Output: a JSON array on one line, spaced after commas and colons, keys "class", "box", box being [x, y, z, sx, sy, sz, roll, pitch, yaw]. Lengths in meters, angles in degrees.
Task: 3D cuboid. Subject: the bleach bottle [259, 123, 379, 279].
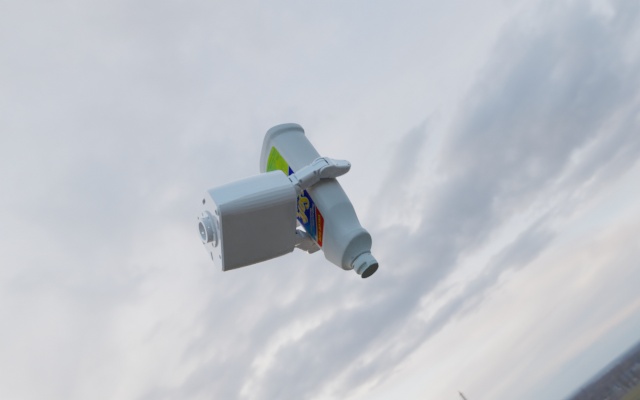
[{"class": "bleach bottle", "box": [0.000, 0.002, 0.671, 0.068, 0.103, 0.250, -14, 50, -32]}]
